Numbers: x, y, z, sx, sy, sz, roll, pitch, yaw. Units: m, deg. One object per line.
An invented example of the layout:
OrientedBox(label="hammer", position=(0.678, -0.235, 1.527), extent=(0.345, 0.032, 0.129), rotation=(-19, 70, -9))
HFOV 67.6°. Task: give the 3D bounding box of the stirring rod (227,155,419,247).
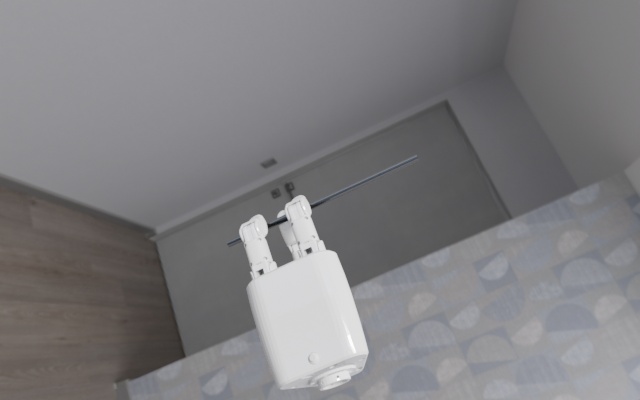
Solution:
OrientedBox(label="stirring rod", position=(0.000, 0.002, 0.548), extent=(0.239, 0.011, 0.011), rotation=(-25, -3, 7))
